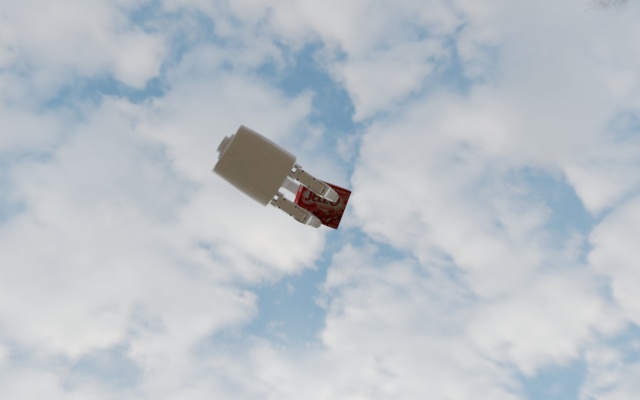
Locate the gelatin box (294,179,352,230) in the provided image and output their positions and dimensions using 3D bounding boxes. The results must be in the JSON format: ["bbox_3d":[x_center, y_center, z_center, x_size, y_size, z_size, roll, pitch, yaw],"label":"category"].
[{"bbox_3d":[0.000,0.003,0.832,0.089,0.073,0.030,19,6,-19],"label":"gelatin box"}]
